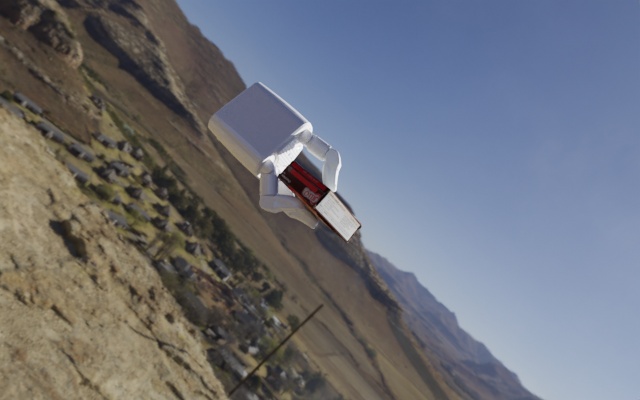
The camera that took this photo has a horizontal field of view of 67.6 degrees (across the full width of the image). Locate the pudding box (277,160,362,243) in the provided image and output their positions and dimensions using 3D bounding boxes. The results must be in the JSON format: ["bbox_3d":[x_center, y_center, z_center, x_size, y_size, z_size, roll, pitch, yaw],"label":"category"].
[{"bbox_3d":[0.000,0.002,0.675,0.090,0.039,0.113,41,-2,41],"label":"pudding box"}]
